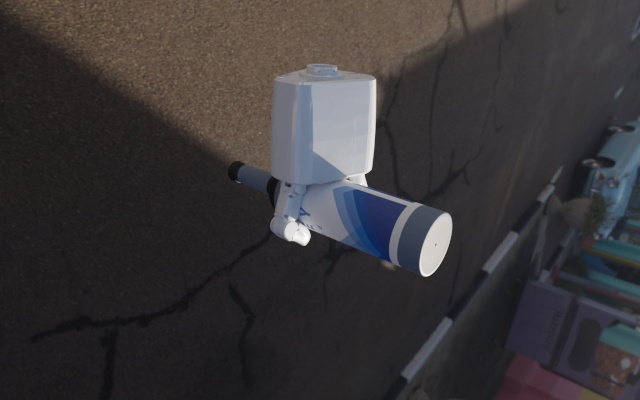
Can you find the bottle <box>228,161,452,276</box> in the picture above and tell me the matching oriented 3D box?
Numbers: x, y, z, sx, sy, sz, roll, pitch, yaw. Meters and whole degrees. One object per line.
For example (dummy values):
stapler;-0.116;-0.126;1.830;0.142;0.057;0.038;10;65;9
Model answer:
bottle;0.000;0.002;0.549;0.295;0.069;0.069;20;12;35
